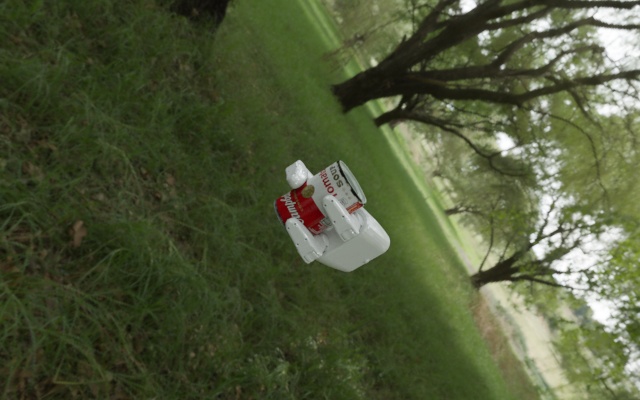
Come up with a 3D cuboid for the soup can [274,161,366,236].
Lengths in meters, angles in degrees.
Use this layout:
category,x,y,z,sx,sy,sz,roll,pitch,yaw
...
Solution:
category,x,y,z,sx,sy,sz,roll,pitch,yaw
soup can,0.000,0.002,0.622,0.102,0.068,0.068,-32,-8,13
